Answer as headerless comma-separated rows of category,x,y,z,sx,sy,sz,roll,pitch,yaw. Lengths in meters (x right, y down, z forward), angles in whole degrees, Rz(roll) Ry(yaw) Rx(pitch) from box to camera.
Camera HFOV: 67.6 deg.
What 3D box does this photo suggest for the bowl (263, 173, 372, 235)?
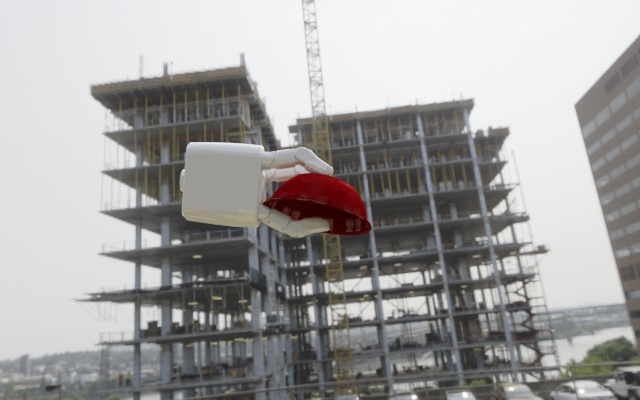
bowl,0.001,0.002,0.700,0.162,0.055,0.162,12,-17,4
